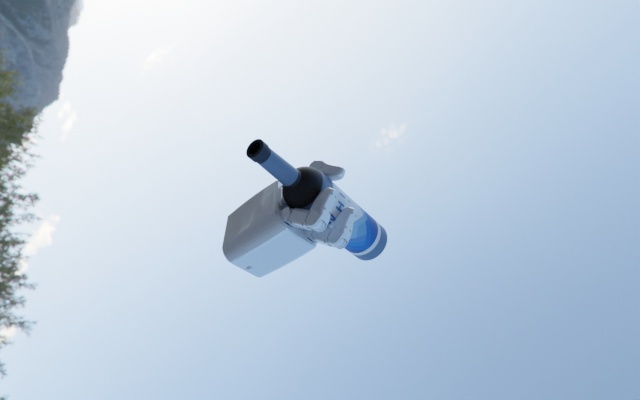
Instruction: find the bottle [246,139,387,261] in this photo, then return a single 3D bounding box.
[{"bbox_3d":[0.000,0.002,0.688,0.069,0.069,0.296,0,-27,38],"label":"bottle"}]
